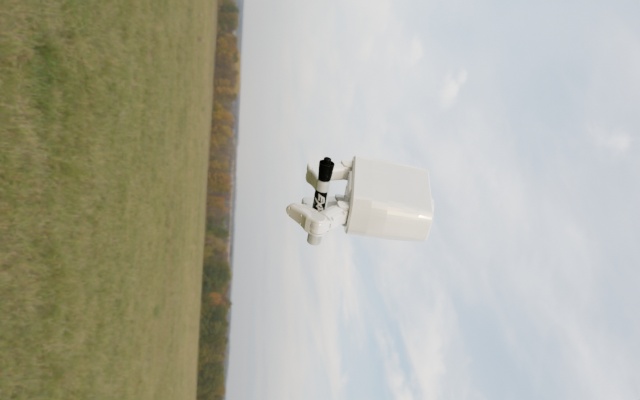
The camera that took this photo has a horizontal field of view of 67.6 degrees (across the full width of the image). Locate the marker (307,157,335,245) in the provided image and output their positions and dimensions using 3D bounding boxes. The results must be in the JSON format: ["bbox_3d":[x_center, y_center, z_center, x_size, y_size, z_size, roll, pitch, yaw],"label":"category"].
[{"bbox_3d":[0.000,0.002,0.592,0.020,0.121,0.020,7,30,-4],"label":"marker"}]
